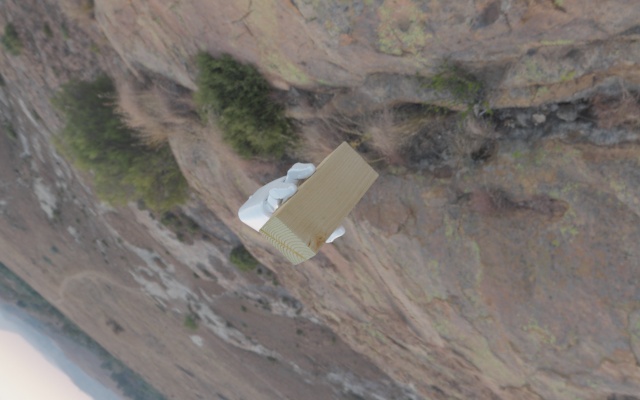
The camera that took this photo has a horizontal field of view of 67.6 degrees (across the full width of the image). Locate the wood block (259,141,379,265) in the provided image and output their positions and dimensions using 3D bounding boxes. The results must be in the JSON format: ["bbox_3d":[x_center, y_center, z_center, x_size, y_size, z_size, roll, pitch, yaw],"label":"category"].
[{"bbox_3d":[0.000,0.003,0.840,0.206,0.091,0.090,-49,7,-32],"label":"wood block"}]
